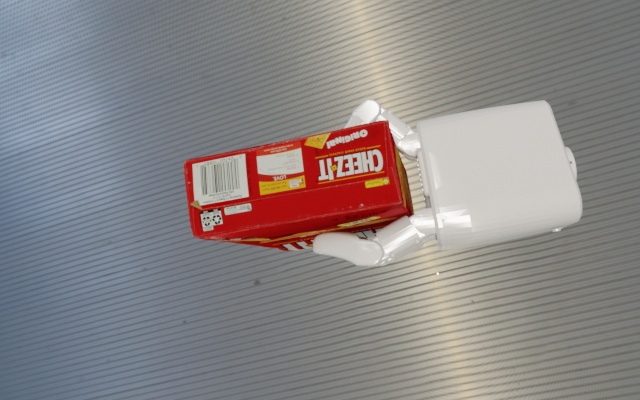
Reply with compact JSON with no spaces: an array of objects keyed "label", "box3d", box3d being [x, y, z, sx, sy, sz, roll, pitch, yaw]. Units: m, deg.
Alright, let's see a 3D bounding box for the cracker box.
[{"label":"cracker box","box3d":[0.000,0.001,0.448,0.164,0.072,0.214,-10,-11,12]}]
